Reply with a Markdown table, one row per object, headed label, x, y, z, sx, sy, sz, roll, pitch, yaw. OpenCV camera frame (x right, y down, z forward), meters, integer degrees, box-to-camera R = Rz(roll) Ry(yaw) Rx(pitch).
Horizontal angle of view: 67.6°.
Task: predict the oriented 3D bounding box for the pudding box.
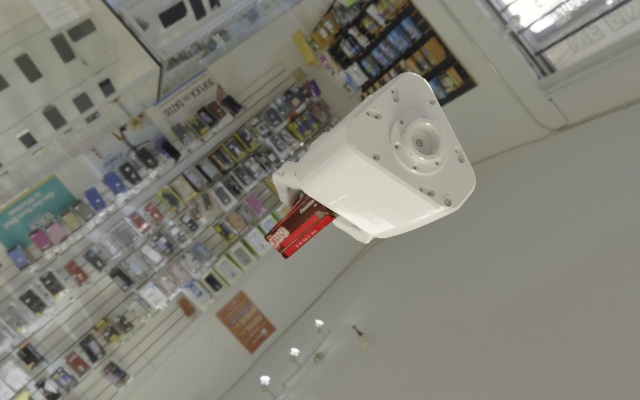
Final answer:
| label | x | y | z | sx | sy | sz | roll | pitch | yaw |
| --- | --- | --- | --- | --- | --- | --- | --- | --- | --- |
| pudding box | 0.000 | 0.002 | 0.506 | 0.090 | 0.039 | 0.113 | -41 | 3 | 37 |
